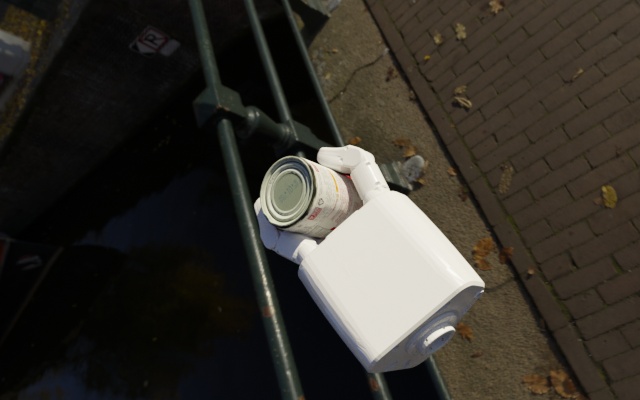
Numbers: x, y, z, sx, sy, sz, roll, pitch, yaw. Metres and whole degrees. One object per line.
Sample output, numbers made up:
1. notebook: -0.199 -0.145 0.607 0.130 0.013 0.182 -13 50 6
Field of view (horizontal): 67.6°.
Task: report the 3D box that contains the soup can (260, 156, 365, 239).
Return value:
1. soup can: 0.000 0.001 0.463 0.068 0.068 0.102 0 -11 40
